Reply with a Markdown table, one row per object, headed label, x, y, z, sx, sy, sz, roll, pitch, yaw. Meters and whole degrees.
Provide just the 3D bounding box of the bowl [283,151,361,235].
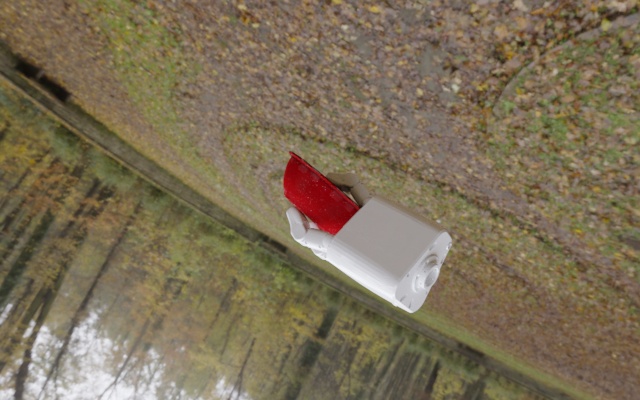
| label | x | y | z | sx | sy | sz | roll | pitch | yaw |
| --- | --- | --- | --- | --- | --- | --- | --- | --- | --- |
| bowl | -0.001 | 0.002 | 0.680 | 0.162 | 0.055 | 0.162 | 41 | -1 | 1 |
